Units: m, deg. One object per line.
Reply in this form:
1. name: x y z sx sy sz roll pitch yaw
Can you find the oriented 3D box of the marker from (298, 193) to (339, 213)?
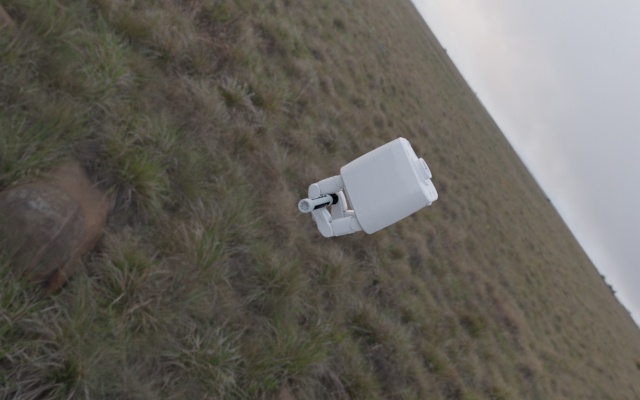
1. marker: 0.000 0.002 0.708 0.020 0.020 0.121 0 5 22
